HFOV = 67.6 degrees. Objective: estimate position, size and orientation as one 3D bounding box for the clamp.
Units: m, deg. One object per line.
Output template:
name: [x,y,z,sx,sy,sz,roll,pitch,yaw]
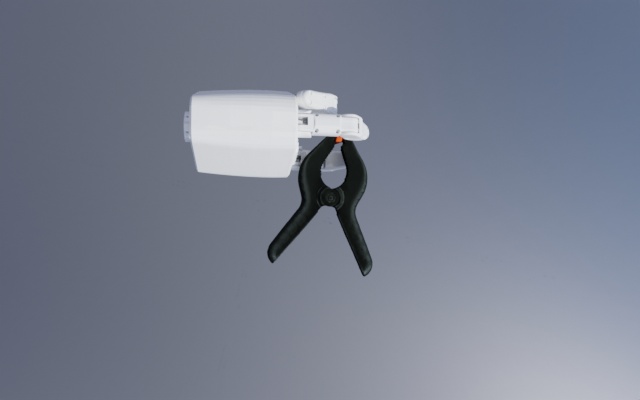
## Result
clamp: [0.000,0.002,0.544,0.120,0.171,0.039,0,-1,-10]
